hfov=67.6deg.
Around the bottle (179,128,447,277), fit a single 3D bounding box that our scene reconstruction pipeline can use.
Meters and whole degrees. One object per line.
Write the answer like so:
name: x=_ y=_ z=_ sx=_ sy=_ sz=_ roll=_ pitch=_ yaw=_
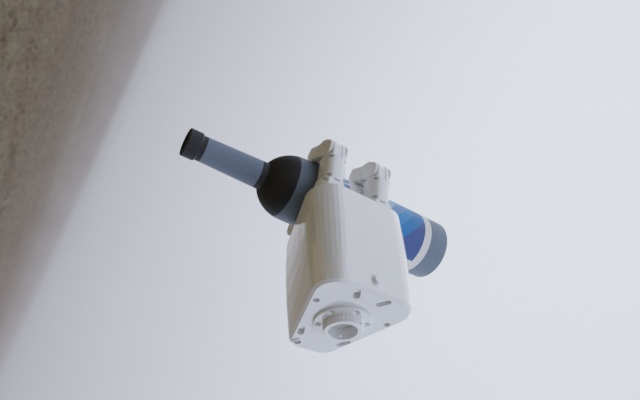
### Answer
bottle: x=0.000 y=0.002 z=0.492 sx=0.296 sy=0.069 sz=0.069 roll=24 pitch=-10 yaw=-24
